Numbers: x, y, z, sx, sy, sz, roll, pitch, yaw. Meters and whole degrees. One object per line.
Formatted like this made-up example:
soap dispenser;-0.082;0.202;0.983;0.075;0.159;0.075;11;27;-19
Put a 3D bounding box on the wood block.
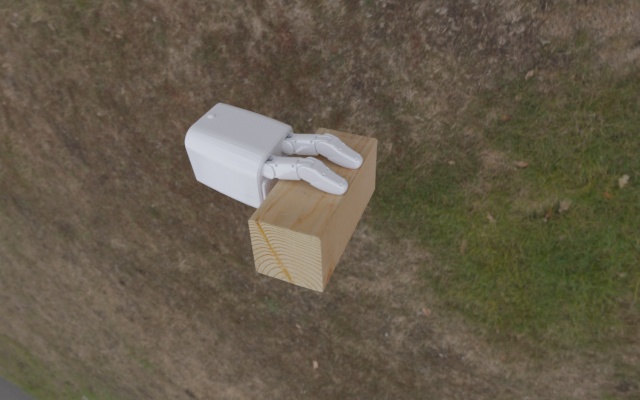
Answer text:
wood block;0.000;0.002;0.612;0.090;0.091;0.206;14;42;18
